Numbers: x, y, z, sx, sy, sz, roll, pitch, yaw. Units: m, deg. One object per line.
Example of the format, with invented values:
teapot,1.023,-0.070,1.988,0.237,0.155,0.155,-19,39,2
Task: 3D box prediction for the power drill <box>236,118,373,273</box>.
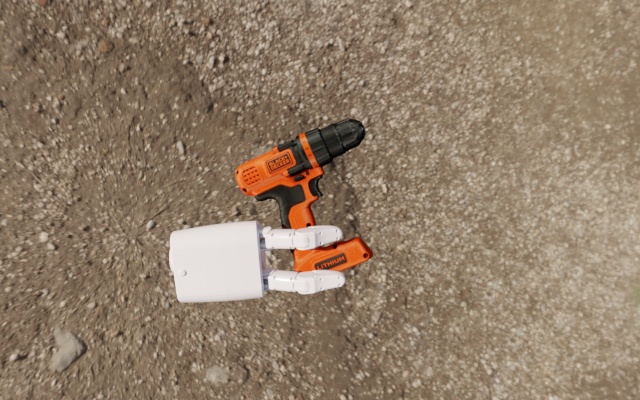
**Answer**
power drill,0.000,0.003,0.634,0.184,0.187,0.057,-24,-5,8
